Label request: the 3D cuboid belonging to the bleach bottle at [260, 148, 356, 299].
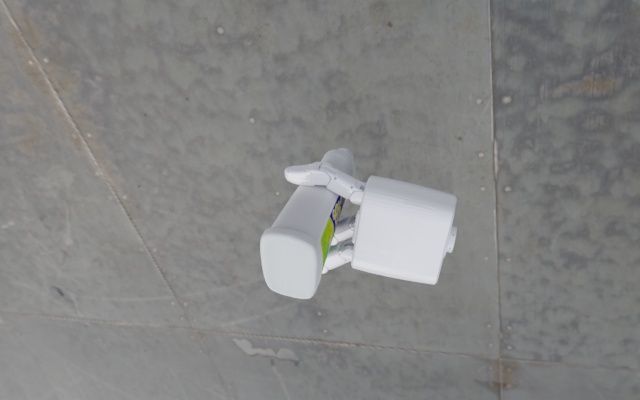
[{"bbox_3d":[0.000,0.002,0.619,0.068,0.103,0.250,12,41,12],"label":"bleach bottle"}]
